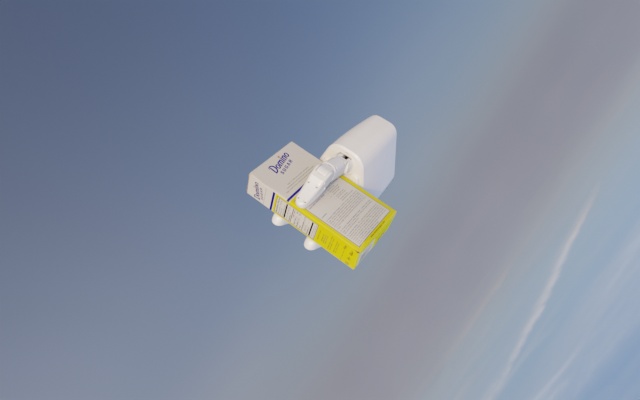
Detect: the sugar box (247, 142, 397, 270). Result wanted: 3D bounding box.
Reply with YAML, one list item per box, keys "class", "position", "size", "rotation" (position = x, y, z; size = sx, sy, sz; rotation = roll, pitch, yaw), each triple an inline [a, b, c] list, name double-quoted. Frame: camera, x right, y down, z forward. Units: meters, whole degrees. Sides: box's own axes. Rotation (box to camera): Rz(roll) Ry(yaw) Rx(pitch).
- class: "sugar box"
  position: [0.000, 0.002, 0.626]
  size: [0.176, 0.048, 0.093]
  rotation: [34, 50, 16]
